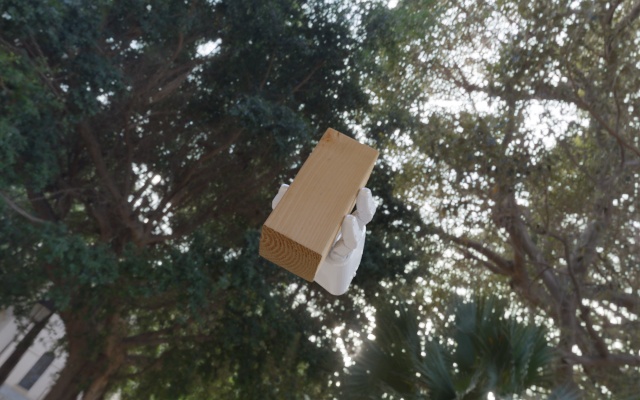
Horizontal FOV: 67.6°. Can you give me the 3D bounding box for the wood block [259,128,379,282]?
[{"bbox_3d":[0.000,0.002,0.712,0.091,0.206,0.090,26,-35,6],"label":"wood block"}]
